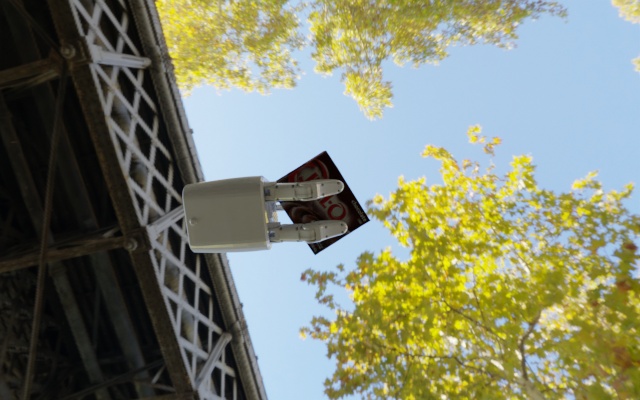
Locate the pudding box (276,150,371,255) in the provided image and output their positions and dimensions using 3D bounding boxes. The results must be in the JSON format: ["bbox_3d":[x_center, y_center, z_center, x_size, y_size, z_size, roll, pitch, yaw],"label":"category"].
[{"bbox_3d":[0.000,0.002,0.646,0.090,0.113,0.039,-32,10,6],"label":"pudding box"}]
